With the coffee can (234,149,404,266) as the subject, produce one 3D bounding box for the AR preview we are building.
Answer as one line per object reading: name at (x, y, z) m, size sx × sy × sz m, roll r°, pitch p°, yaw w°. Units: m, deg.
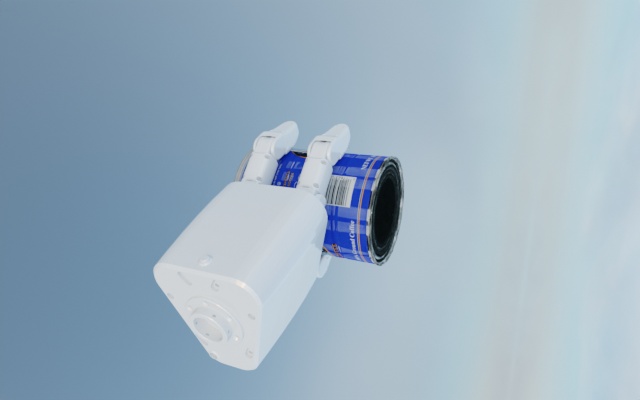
coffee can at (0.000, 0.001, 0.469) m, size 0.140 × 0.103 × 0.103 m, roll 7°, pitch 3°, yaw 24°
